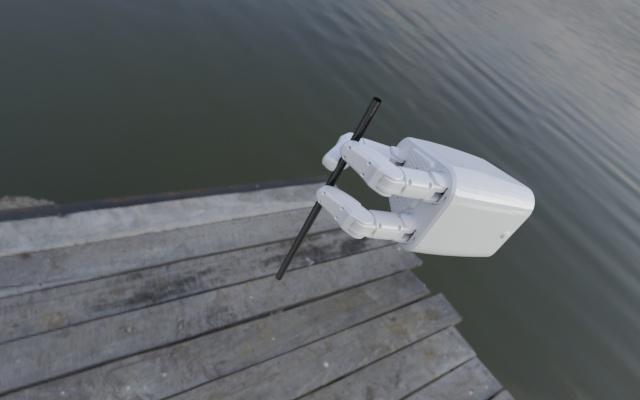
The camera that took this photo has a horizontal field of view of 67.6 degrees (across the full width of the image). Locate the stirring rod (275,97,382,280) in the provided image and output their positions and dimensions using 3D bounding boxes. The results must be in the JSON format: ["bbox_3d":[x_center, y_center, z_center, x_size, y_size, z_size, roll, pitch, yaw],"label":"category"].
[{"bbox_3d":[0.000,0.002,0.466,0.011,0.240,0.011,18,37,-15],"label":"stirring rod"}]
